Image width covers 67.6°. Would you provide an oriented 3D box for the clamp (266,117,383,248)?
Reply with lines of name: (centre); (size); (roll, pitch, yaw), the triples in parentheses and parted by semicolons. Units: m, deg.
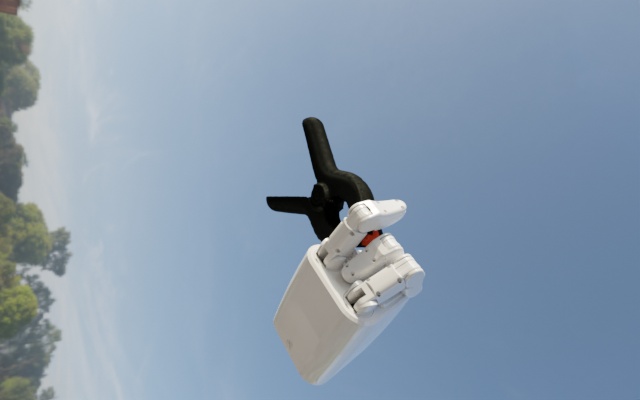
clamp: (0.001, 0.002, 0.515); (0.039, 0.120, 0.171); (4, 38, -38)
